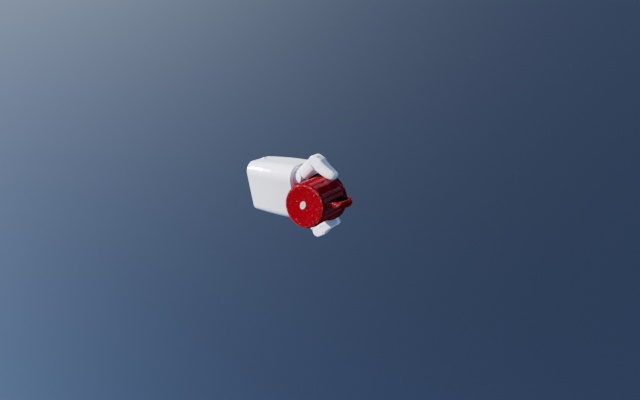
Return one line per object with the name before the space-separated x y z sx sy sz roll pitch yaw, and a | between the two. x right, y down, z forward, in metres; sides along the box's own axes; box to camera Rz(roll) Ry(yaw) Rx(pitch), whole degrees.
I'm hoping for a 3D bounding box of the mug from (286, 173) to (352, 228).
mug | 0.001 0.003 0.864 0.117 0.093 0.081 6 17 28
